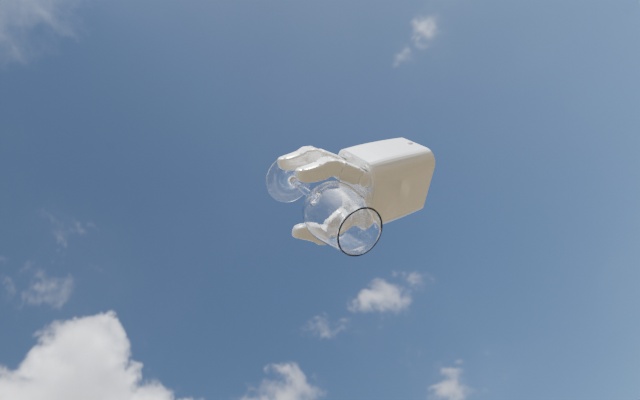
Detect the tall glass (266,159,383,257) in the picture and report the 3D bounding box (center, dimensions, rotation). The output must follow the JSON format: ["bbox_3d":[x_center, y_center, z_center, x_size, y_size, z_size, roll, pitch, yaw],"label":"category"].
[{"bbox_3d":[0.000,0.002,0.628,0.079,0.079,0.201,0,21,-30],"label":"tall glass"}]
